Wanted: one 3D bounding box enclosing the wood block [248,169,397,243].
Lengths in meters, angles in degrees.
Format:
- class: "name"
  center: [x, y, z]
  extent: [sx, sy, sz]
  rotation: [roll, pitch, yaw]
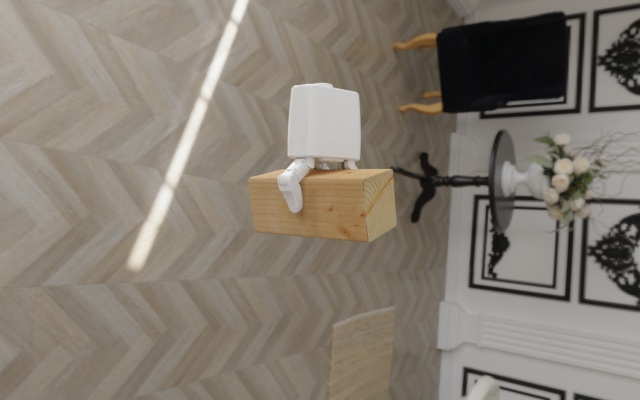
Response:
- class: "wood block"
  center: [0.000, 0.002, 0.727]
  extent: [0.206, 0.090, 0.091]
  rotation: [2, 13, 35]
